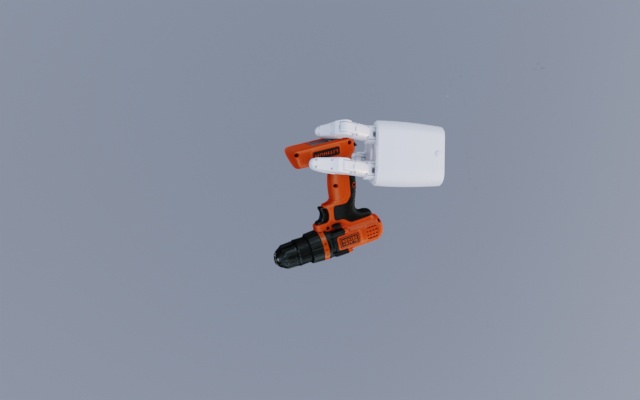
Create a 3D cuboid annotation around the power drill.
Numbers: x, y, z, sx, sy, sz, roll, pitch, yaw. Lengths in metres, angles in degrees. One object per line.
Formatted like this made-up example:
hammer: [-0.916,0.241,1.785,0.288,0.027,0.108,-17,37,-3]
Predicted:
power drill: [0.000,0.002,0.740,0.184,0.188,0.057,-18,20,-18]
